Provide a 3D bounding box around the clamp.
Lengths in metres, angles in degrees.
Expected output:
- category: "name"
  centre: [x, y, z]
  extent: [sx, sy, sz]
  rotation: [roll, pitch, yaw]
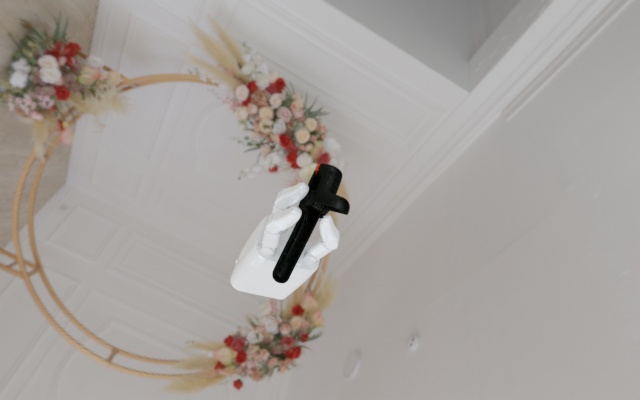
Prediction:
- category: "clamp"
  centre: [0.001, 0.002, 0.685]
  extent: [0.036, 0.209, 0.165]
  rotation: [33, -51, -14]
